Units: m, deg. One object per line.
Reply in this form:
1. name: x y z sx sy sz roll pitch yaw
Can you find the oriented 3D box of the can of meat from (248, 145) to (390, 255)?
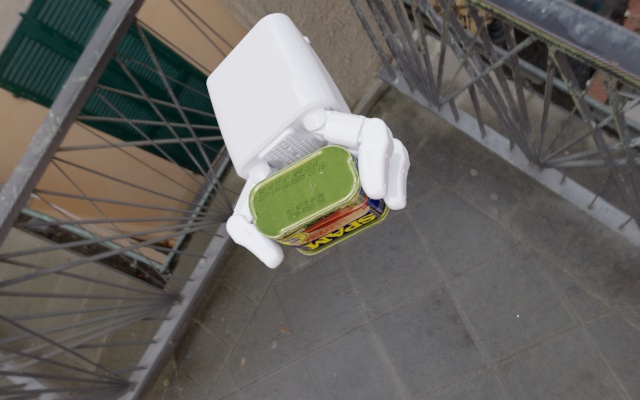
1. can of meat: 0.000 0.001 0.413 0.102 0.057 0.084 -28 -22 14
